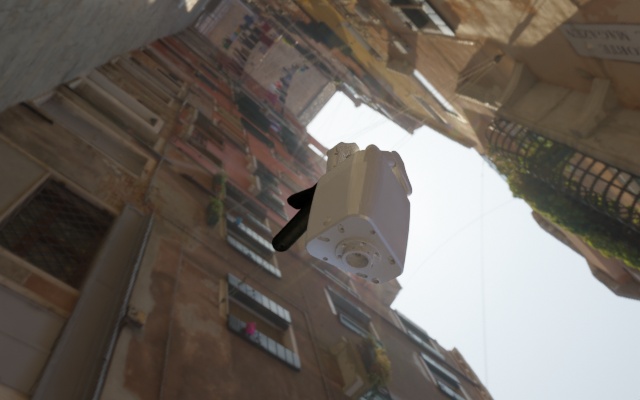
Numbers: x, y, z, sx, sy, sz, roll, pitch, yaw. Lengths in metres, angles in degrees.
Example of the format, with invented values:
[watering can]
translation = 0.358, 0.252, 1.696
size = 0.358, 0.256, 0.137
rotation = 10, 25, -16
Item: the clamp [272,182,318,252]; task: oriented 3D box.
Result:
[clamp]
translation = 0.001, 0.002, 0.642
size = 0.039, 0.120, 0.171
rotation = 38, -50, -22
